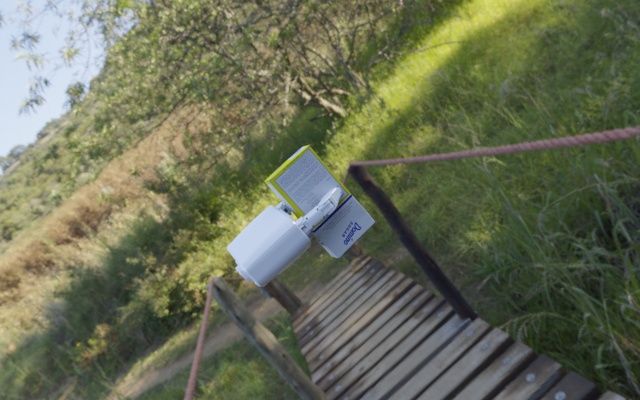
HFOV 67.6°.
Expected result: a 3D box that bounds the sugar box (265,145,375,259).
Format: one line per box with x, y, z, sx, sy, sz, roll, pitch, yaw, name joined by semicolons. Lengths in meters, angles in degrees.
0.000;0.003;0.803;0.093;0.176;0.048;-43;13;-12;sugar box
